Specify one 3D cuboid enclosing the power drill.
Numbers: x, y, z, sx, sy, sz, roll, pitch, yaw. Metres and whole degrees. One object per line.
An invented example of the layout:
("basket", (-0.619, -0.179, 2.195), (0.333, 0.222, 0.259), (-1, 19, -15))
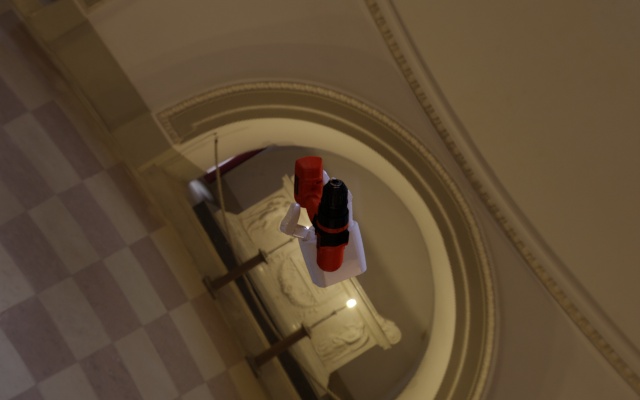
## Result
("power drill", (0.000, 0.003, 0.830), (0.057, 0.185, 0.187), (-6, 39, -14))
